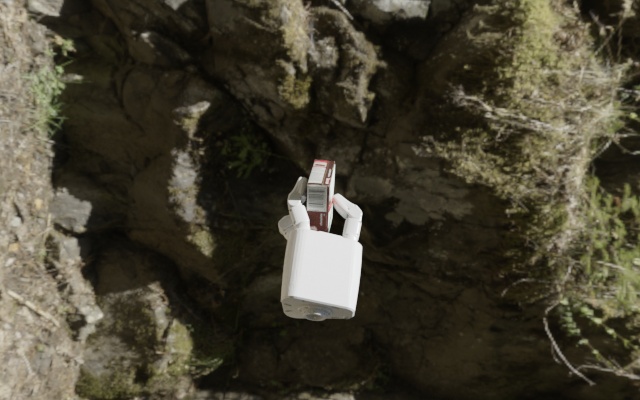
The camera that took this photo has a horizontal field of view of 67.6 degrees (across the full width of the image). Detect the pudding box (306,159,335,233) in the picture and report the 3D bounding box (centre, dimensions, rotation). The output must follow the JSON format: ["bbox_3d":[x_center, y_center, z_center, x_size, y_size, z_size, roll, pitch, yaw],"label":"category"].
[{"bbox_3d":[0.000,0.003,0.778,0.039,0.114,0.090,6,31,4],"label":"pudding box"}]
